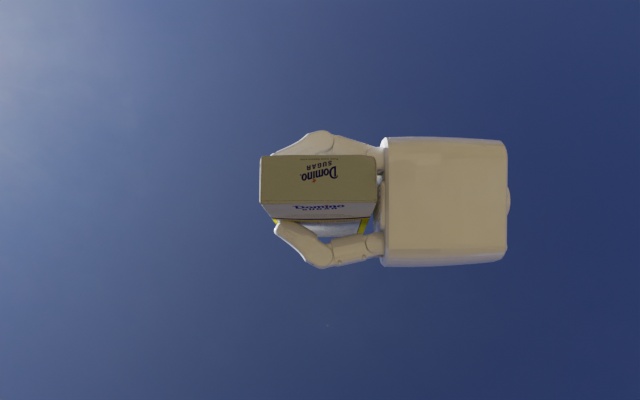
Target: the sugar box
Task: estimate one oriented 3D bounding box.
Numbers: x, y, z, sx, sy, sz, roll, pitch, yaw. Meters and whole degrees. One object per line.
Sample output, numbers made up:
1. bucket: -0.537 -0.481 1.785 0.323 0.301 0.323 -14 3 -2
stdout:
1. sugar box: 0.000 0.001 0.452 0.093 0.048 0.176 0 -15 1
